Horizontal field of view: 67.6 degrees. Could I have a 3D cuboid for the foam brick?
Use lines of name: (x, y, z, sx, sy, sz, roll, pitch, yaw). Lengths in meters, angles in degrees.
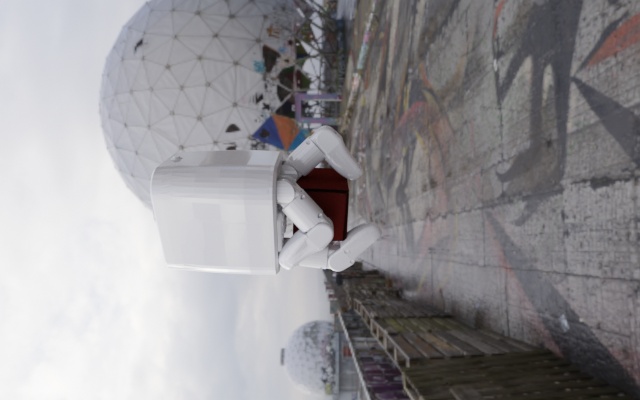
foam brick: (0.000, 0.002, 0.475, 0.051, 0.053, 0.078, 2, 18, 0)
